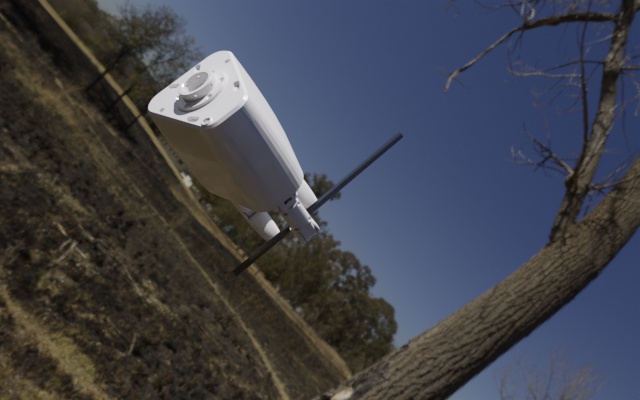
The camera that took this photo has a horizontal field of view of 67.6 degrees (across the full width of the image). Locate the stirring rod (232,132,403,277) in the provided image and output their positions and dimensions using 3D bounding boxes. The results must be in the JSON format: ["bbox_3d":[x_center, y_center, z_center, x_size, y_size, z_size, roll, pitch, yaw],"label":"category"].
[{"bbox_3d":[0.000,0.002,0.524,0.239,0.011,0.011,-40,7,-9],"label":"stirring rod"}]
